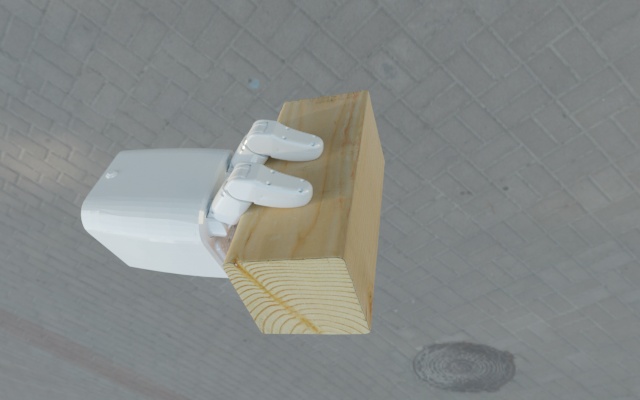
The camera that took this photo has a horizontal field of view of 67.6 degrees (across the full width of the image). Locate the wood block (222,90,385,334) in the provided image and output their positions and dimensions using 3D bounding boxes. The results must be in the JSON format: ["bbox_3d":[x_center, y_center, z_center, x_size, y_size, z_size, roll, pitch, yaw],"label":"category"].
[{"bbox_3d":[0.000,0.002,0.414,0.090,0.091,0.206,-5,42,16],"label":"wood block"}]
